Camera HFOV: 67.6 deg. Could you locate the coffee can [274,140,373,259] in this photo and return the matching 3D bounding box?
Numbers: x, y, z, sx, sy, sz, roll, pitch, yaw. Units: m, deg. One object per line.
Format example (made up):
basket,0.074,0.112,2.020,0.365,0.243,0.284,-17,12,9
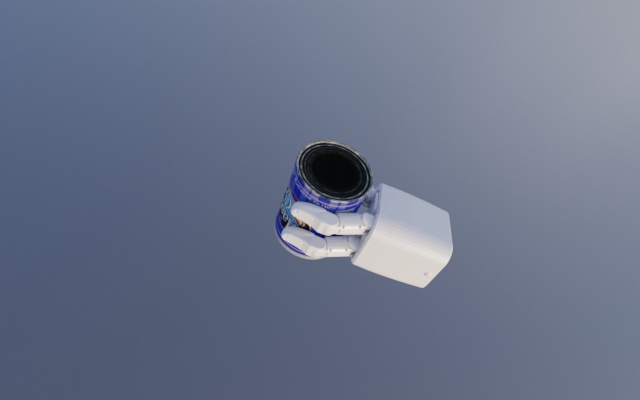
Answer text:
coffee can,0.000,0.002,0.658,0.103,0.102,0.140,0,-36,-20
